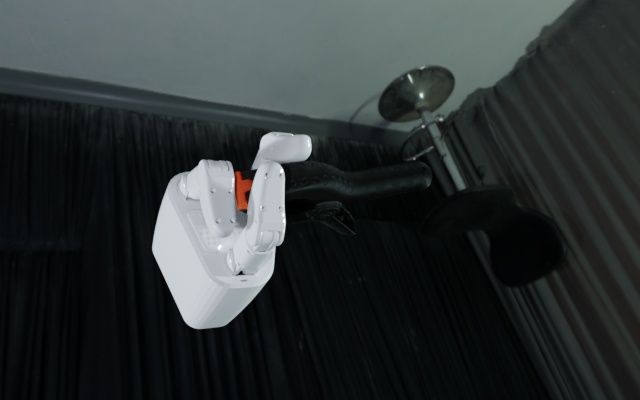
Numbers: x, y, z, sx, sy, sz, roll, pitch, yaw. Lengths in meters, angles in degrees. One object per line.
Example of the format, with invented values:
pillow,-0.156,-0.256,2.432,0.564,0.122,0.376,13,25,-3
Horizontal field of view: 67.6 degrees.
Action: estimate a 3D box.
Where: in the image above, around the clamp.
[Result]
clamp,0.000,0.002,0.413,0.171,0.039,0.120,1,-34,-29
